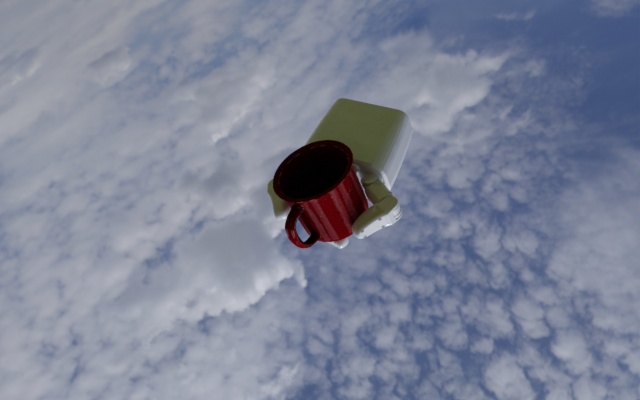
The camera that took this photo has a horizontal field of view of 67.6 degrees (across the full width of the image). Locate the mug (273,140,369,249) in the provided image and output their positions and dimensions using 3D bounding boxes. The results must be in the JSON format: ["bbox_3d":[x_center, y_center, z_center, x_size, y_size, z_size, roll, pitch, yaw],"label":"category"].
[{"bbox_3d":[0.000,0.003,0.531,0.093,0.117,0.082,7,-37,34],"label":"mug"}]
